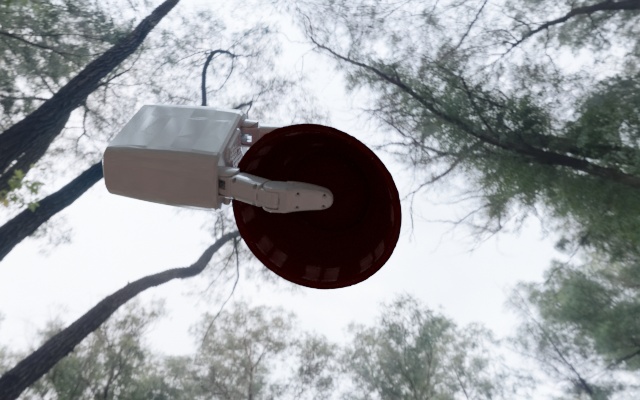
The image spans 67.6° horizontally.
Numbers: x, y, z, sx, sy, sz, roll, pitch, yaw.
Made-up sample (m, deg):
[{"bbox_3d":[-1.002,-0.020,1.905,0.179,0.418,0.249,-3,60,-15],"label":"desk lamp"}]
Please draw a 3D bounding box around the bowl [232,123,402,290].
[{"bbox_3d":[0.001,0.002,0.453,0.162,0.162,0.055,0,21,18],"label":"bowl"}]
